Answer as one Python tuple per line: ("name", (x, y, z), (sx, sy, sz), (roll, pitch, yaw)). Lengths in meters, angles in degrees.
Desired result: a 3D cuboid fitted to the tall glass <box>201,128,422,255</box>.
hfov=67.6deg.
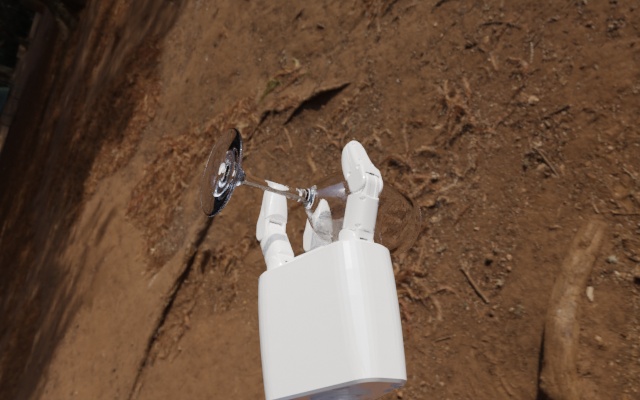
("tall glass", (0.000, 0.001, 0.436), (0.201, 0.079, 0.079), (16, -9, -32))
